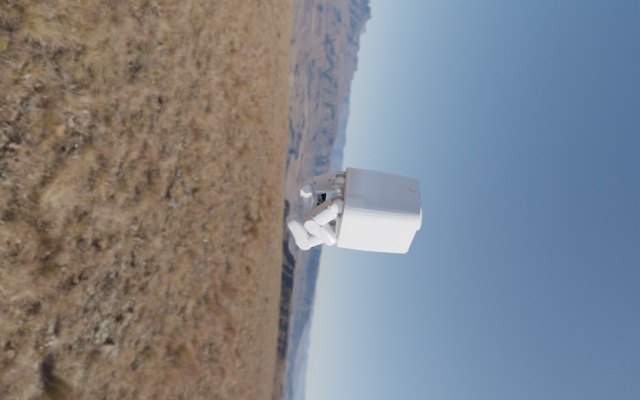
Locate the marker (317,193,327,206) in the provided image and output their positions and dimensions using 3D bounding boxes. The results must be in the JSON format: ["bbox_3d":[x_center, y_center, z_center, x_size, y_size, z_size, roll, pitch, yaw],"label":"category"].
[{"bbox_3d":[0.000,0.002,0.747,0.020,0.020,0.121,0,37,6],"label":"marker"}]
